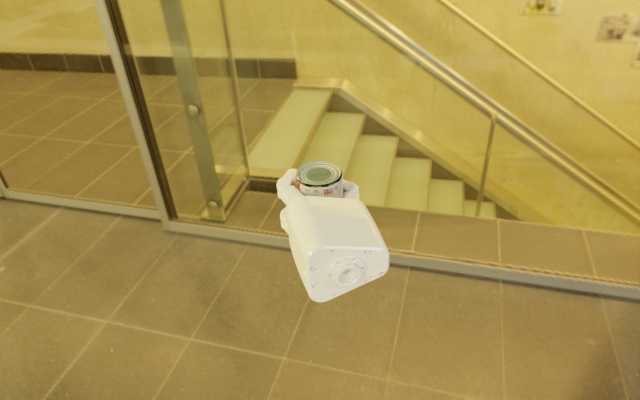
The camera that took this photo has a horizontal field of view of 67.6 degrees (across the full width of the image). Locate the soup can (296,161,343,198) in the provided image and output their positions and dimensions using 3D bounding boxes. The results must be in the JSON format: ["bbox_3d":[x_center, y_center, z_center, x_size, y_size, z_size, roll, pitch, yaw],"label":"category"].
[{"bbox_3d":[0.000,0.002,0.699,0.068,0.102,0.068,-2,35,2],"label":"soup can"}]
